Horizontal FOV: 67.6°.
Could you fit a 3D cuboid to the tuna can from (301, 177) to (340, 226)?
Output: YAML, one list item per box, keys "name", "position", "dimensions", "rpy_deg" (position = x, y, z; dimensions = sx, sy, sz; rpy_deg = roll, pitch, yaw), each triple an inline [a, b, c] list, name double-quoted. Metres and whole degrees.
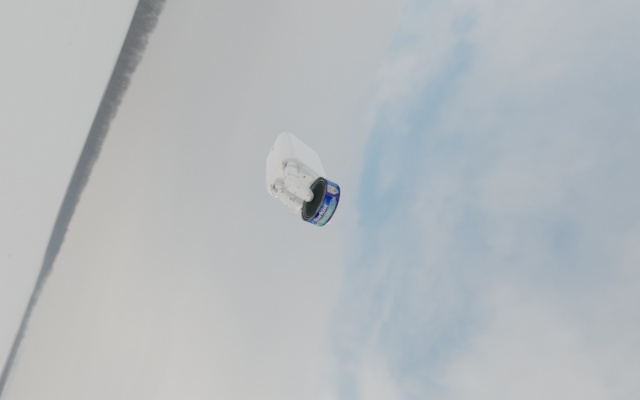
- name: "tuna can"
  position: [0.001, 0.003, 0.860]
  dimensions: [0.034, 0.086, 0.086]
  rpy_deg: [23, -9, -21]
